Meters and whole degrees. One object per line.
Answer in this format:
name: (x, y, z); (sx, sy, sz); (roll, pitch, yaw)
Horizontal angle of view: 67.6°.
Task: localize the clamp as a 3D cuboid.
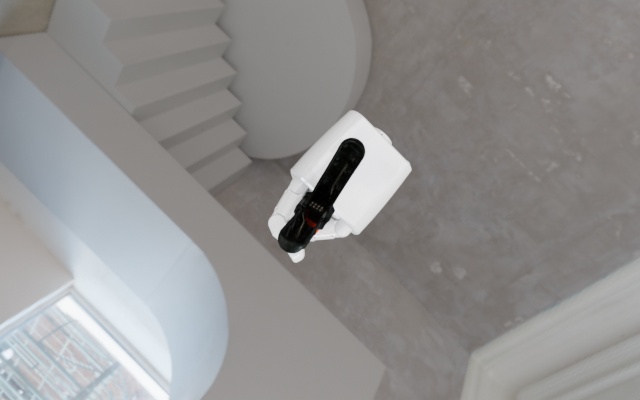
clamp: (0.000, 0.002, 0.486); (0.039, 0.120, 0.171); (40, -6, 1)
